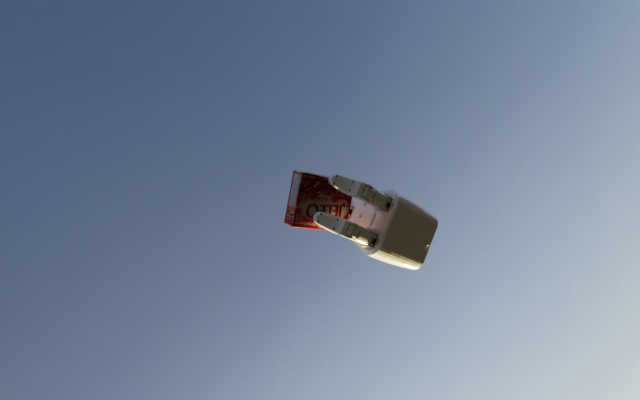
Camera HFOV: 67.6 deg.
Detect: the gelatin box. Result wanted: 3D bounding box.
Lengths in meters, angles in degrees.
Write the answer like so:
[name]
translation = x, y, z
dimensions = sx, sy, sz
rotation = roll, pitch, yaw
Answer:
[gelatin box]
translation = 0.000, 0.002, 0.651
dimensions = 0.089, 0.073, 0.030
rotation = 8, 5, -32
